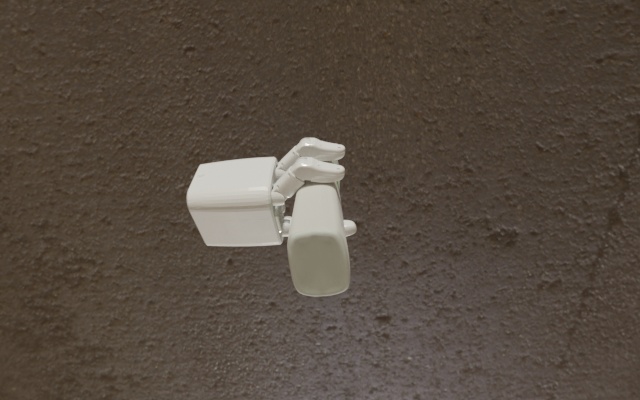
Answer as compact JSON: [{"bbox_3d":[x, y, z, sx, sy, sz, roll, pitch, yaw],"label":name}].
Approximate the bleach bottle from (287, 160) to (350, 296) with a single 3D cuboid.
[{"bbox_3d":[0.000,0.002,0.631,0.068,0.103,0.250,-5,33,4],"label":"bleach bottle"}]
